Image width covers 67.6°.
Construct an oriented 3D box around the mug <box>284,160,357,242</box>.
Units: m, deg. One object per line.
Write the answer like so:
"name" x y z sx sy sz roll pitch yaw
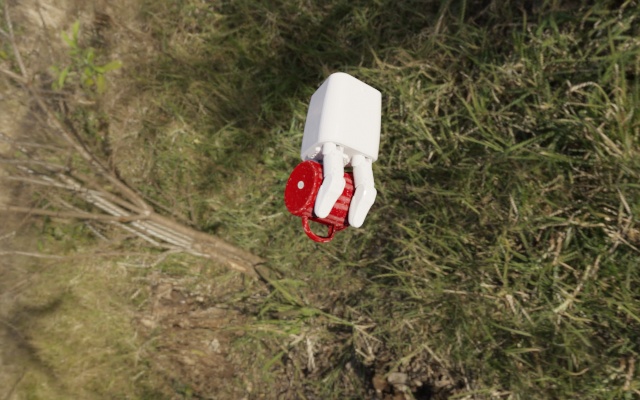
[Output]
"mug" 0.000 0.004 0.688 0.081 0.117 0.093 18 -20 -33
